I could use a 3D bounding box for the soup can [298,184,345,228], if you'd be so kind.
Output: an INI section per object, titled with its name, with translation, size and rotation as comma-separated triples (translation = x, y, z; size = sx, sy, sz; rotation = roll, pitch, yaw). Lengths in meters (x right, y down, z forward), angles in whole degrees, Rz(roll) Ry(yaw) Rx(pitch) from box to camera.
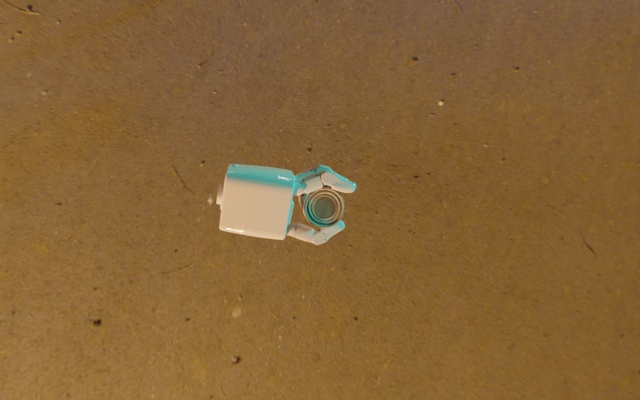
[soup can]
translation = 0.001, 0.003, 0.802
size = 0.068, 0.068, 0.102
rotation = 0, 10, -8
